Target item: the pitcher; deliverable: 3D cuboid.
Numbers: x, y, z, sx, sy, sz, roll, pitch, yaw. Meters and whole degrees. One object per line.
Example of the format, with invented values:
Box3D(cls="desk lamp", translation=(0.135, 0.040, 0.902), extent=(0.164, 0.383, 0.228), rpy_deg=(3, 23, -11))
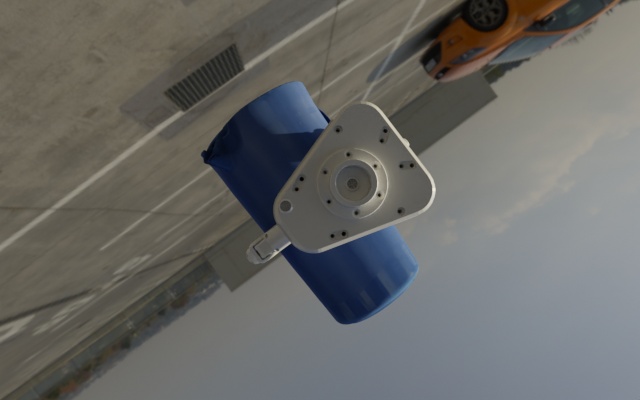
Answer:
Box3D(cls="pitcher", translation=(0.000, 0.002, 0.520), extent=(0.149, 0.243, 0.145), rpy_deg=(-36, 0, -5))
